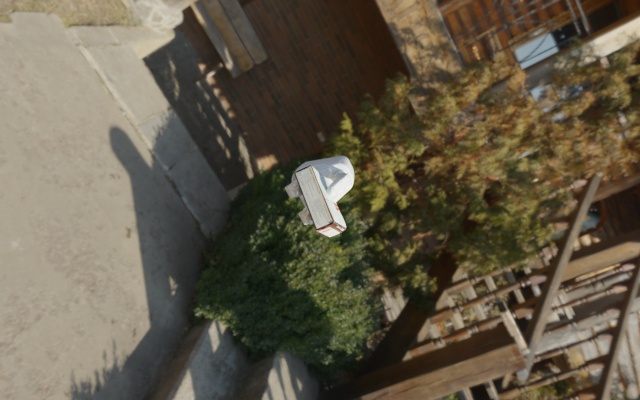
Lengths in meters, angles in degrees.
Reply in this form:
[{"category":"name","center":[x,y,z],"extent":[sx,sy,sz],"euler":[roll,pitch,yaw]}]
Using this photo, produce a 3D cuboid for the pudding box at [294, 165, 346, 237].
[{"category":"pudding box","center":[0.000,0.003,0.834],"extent":[0.039,0.113,0.090],"euler":[-27,-17,11]}]
